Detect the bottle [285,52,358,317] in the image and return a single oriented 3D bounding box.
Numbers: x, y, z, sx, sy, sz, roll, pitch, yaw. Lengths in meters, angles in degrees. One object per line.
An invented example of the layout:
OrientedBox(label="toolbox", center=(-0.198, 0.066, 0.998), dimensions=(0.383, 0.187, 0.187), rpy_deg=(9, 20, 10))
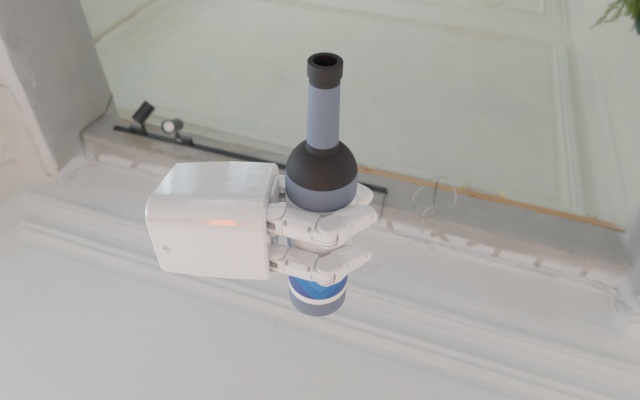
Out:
OrientedBox(label="bottle", center=(0.000, 0.002, 0.459), dimensions=(0.069, 0.296, 0.069), rpy_deg=(1, 44, -1))
